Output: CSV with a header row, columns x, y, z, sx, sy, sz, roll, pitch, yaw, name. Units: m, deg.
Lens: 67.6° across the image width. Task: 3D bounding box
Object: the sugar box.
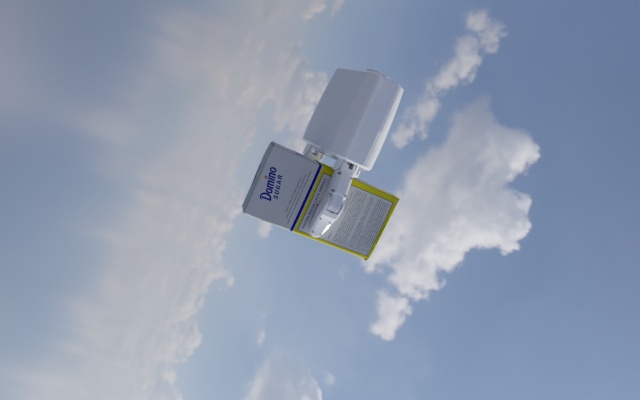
x,y,z,sx,sy,sz,roll,pitch,yaw,name
0.000,0.002,0.603,0.176,0.093,0.048,23,9,-14,sugar box
